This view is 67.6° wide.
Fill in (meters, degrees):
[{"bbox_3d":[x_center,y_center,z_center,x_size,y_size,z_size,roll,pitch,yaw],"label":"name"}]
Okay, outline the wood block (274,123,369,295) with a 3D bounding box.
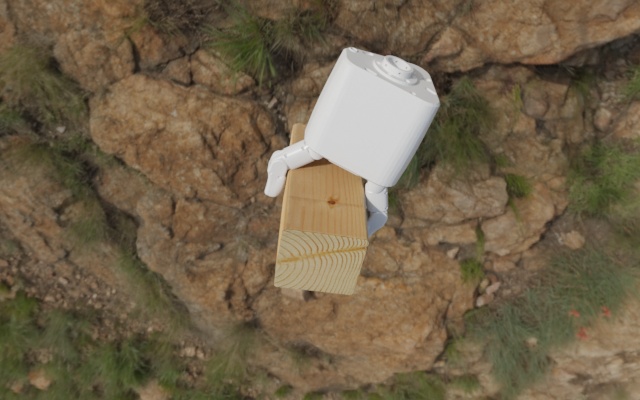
[{"bbox_3d":[0.000,0.002,0.580,0.091,0.090,0.206,8,39,-5],"label":"wood block"}]
